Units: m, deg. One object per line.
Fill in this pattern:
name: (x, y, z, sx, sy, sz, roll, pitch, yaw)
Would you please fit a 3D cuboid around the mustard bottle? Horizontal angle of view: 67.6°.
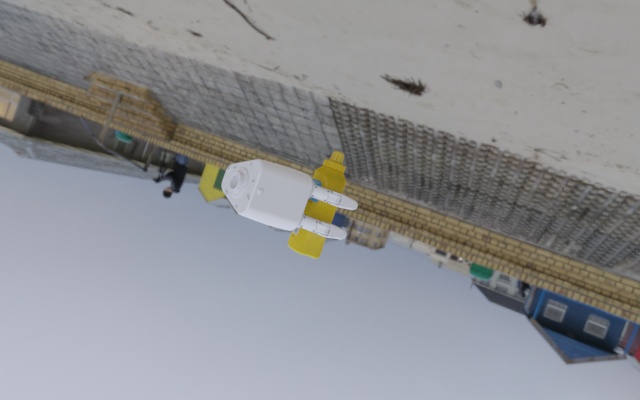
mustard bottle: (0.000, 0.003, 0.859, 0.058, 0.191, 0.096, 19, 2, -16)
